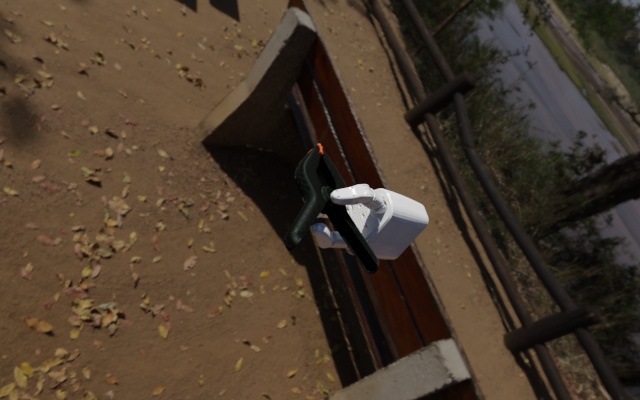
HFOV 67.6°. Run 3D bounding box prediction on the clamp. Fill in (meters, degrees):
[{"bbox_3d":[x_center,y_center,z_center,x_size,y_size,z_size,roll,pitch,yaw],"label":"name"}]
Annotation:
[{"bbox_3d":[0.001,0.001,0.689,0.164,0.209,0.036,15,-41,-42],"label":"clamp"}]
